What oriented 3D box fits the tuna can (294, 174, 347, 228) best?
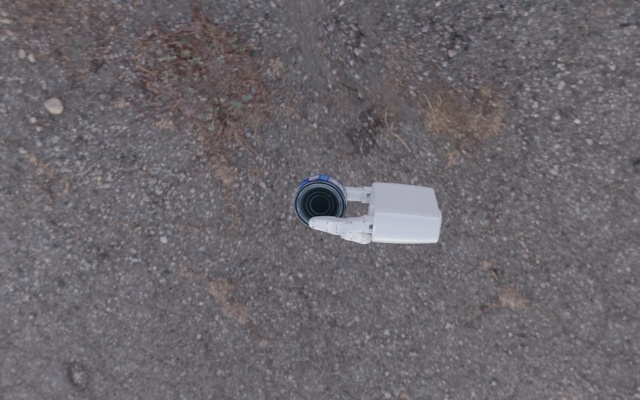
[{"bbox_3d":[0.000,0.003,0.772,0.086,0.086,0.033,0,21,6],"label":"tuna can"}]
